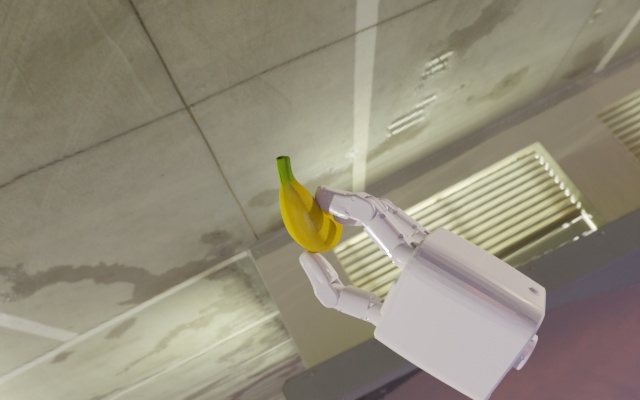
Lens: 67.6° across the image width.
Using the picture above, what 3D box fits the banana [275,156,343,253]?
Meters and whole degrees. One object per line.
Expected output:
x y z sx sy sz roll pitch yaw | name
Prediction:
-0.002 0.019 0.478 0.037 0.069 0.198 2 -14 13 | banana
